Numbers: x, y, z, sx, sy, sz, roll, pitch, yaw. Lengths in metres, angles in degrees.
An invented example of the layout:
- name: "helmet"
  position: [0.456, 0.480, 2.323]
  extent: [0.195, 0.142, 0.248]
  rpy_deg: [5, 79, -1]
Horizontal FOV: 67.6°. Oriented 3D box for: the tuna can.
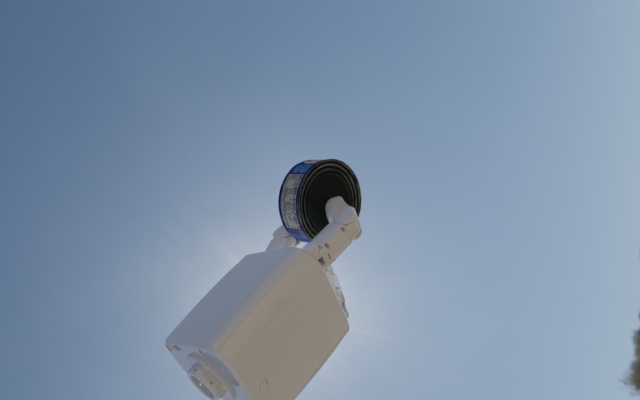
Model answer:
- name: "tuna can"
  position: [0.000, 0.001, 0.475]
  extent: [0.086, 0.086, 0.034]
  rpy_deg: [0, 3, -44]
